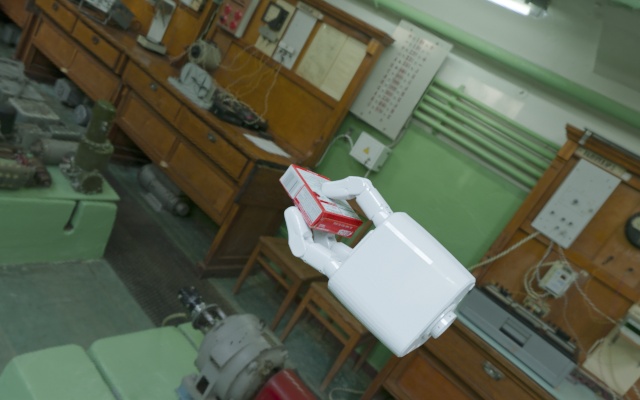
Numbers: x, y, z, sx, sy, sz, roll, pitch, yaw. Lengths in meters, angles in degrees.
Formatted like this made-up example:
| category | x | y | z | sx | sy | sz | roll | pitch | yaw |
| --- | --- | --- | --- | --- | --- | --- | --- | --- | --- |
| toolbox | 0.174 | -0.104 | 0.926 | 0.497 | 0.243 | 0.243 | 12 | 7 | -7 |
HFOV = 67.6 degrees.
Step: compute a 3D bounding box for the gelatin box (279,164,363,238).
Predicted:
| category | x | y | z | sx | sy | sz | roll | pitch | yaw |
| --- | --- | --- | --- | --- | --- | --- | --- | --- | --- |
| gelatin box | 0.000 | 0.001 | 0.577 | 0.073 | 0.030 | 0.089 | 18 | 29 | -48 |
